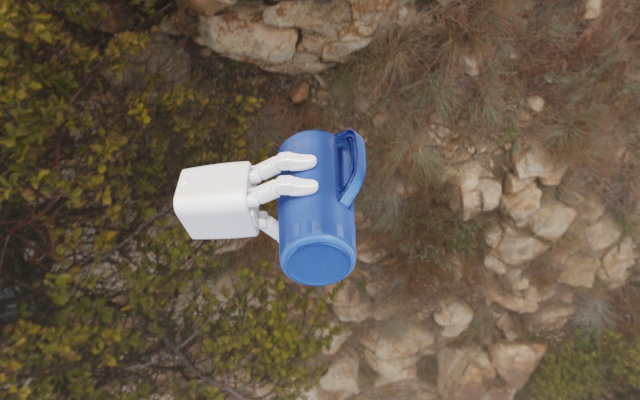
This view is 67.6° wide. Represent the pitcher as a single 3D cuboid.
[{"bbox_3d":[0.000,0.002,0.741,0.145,0.149,0.242,-2,42,-1],"label":"pitcher"}]
